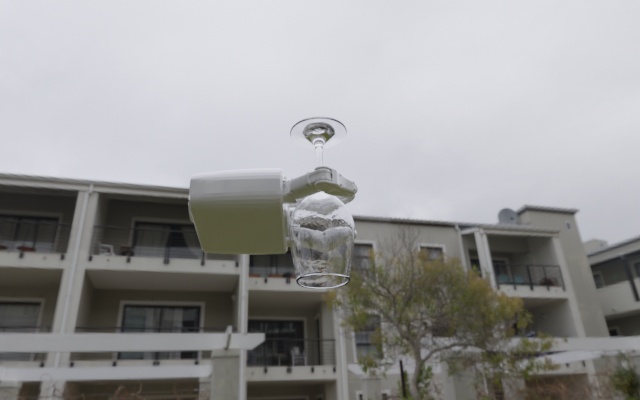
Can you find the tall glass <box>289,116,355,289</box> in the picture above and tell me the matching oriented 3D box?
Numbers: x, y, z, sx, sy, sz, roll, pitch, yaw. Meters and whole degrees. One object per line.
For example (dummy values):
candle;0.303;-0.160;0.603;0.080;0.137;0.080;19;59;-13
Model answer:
tall glass;0.000;0.001;0.581;0.079;0.201;0.079;-2;-25;-1
